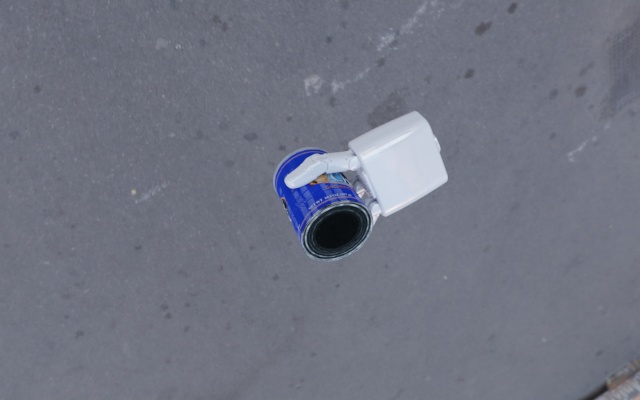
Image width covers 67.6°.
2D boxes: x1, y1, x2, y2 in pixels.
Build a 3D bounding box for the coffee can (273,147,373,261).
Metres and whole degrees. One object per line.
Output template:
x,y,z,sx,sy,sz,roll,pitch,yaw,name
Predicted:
0.000,0.002,0.681,0.103,0.103,0.140,0,36,-24,coffee can
